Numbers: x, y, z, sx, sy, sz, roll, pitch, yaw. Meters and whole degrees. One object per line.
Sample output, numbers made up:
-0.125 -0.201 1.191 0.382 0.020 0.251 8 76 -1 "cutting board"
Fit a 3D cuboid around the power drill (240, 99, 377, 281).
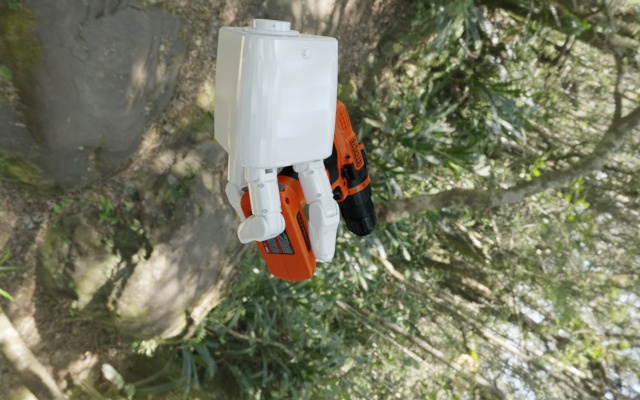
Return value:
0.000 0.002 0.531 0.057 0.184 0.187 -5 30 32 "power drill"
